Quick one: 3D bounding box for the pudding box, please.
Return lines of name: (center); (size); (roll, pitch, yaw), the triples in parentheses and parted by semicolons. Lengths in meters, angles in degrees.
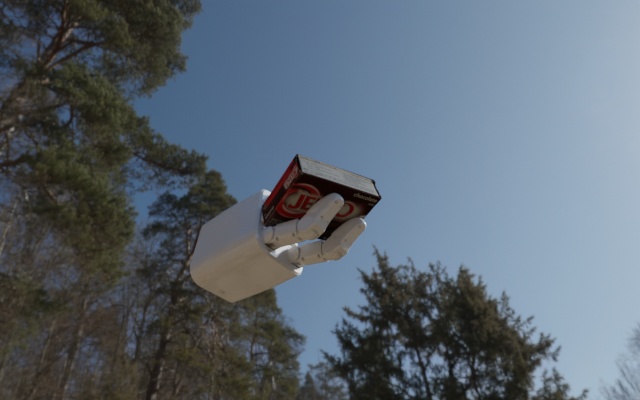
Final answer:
pudding box: (0.000, 0.002, 0.563); (0.113, 0.039, 0.090); (14, -49, -30)
